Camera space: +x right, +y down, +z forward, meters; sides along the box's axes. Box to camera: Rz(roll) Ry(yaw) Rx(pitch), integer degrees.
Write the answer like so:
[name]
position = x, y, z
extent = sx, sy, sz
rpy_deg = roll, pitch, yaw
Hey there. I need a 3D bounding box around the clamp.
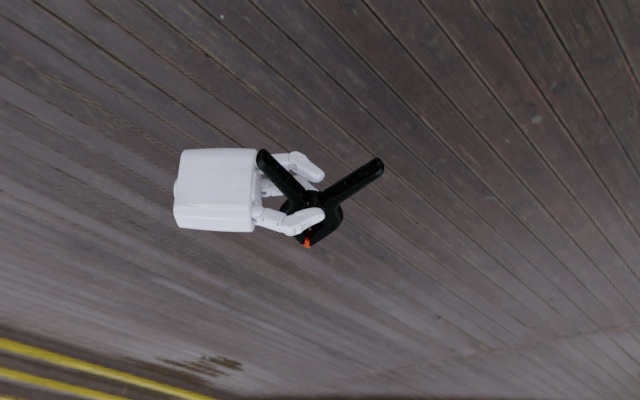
[clamp]
position = 0.000, 0.003, 0.678
extent = 0.164, 0.036, 0.210
rpy_deg = 1, -36, 0
